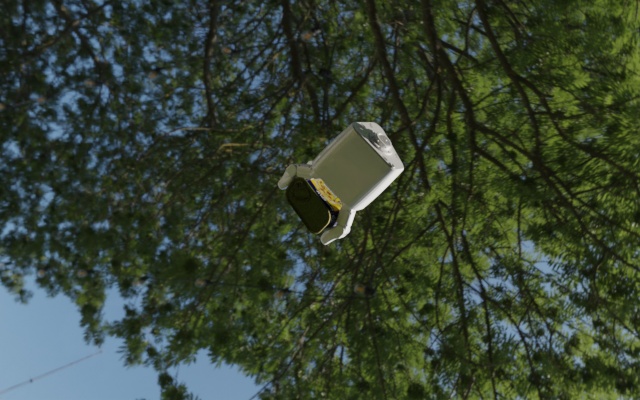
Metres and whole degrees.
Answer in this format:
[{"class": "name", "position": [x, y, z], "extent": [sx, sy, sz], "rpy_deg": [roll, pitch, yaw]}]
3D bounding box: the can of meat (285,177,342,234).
[{"class": "can of meat", "position": [0.000, 0.003, 0.858], "extent": [0.084, 0.102, 0.057], "rpy_deg": [-13, -29, -53]}]
